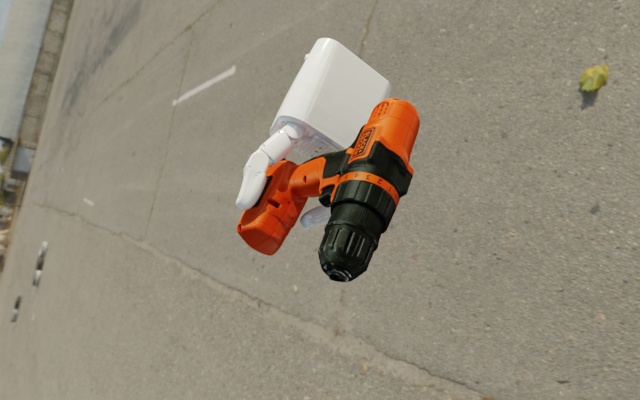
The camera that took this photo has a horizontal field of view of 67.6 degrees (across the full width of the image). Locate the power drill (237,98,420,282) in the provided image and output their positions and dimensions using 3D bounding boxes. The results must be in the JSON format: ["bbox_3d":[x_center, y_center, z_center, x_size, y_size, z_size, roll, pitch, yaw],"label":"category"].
[{"bbox_3d":[0.000,0.001,0.449,0.188,0.184,0.057,-17,-52,46],"label":"power drill"}]
